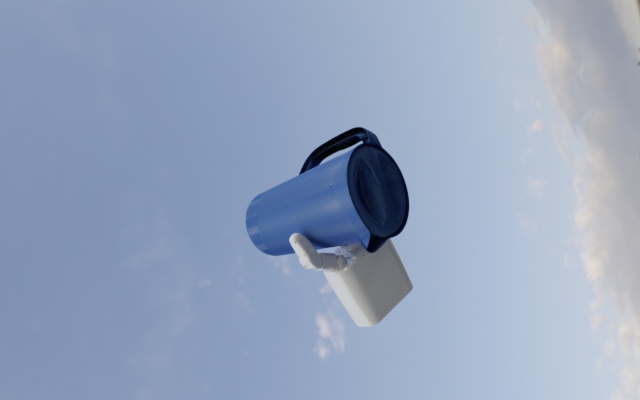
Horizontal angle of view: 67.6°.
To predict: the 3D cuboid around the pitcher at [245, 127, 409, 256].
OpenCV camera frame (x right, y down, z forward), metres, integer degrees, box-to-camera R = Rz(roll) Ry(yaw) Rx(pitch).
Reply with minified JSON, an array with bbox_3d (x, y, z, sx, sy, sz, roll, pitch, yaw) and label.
[{"bbox_3d":[0.000,0.003,0.717,0.243,0.145,0.149,-18,19,42],"label":"pitcher"}]
